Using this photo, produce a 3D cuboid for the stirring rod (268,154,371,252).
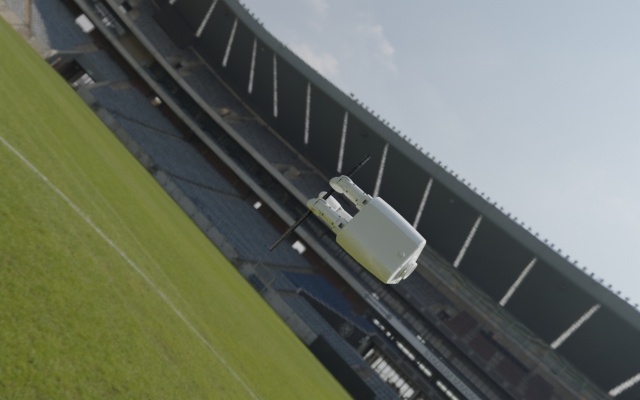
[{"bbox_3d":[0.000,0.003,0.820,0.239,0.011,0.011,-43,10,-11],"label":"stirring rod"}]
